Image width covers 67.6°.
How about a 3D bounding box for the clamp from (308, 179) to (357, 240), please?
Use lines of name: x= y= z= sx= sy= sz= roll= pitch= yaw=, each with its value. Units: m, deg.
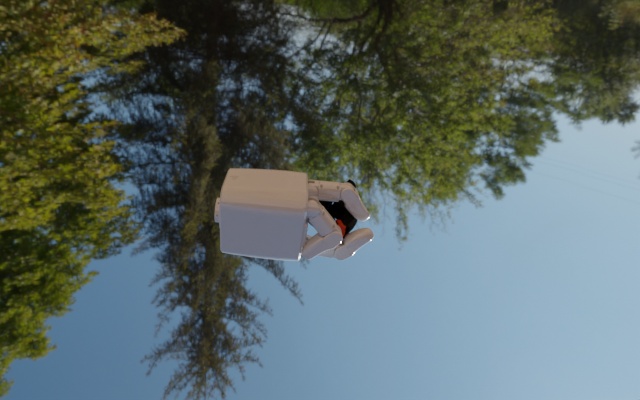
clamp: x=0.000 y=0.003 z=0.701 sx=0.120 sy=0.039 sz=0.171 roll=6 pitch=24 yaw=-5
